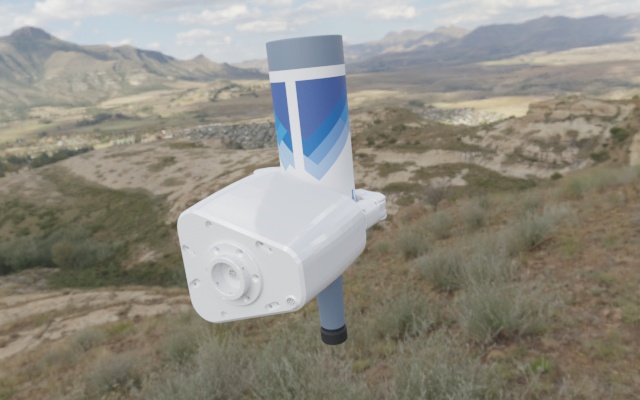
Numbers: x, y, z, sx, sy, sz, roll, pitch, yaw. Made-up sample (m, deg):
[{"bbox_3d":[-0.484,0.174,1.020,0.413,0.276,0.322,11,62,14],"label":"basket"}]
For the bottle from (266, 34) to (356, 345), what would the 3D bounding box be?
[{"bbox_3d":[0.000,0.001,0.452,0.069,0.296,0.069,-5,16,2],"label":"bottle"}]
